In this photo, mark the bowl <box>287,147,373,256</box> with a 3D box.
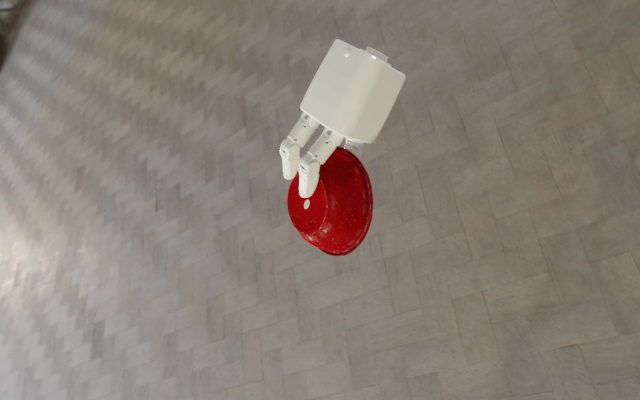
[{"bbox_3d":[0.000,0.004,0.688,0.055,0.162,0.162,-3,2,-40],"label":"bowl"}]
